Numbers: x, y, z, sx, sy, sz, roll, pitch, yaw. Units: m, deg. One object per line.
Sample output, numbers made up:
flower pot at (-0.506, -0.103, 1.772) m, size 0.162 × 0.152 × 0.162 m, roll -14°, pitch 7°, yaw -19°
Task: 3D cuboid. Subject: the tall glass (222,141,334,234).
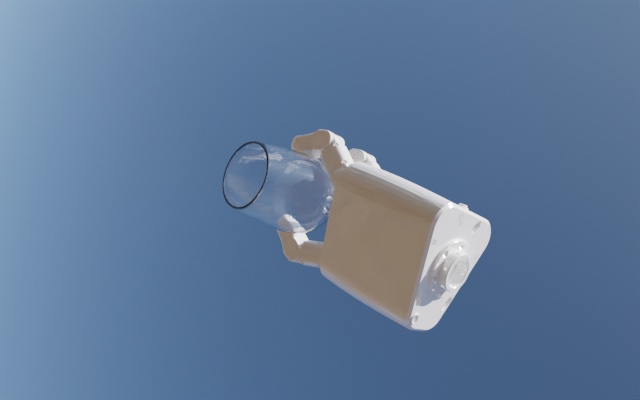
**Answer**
tall glass at (0.000, 0.002, 0.485) m, size 0.079 × 0.079 × 0.201 m, roll 0°, pitch -14°, yaw 44°
